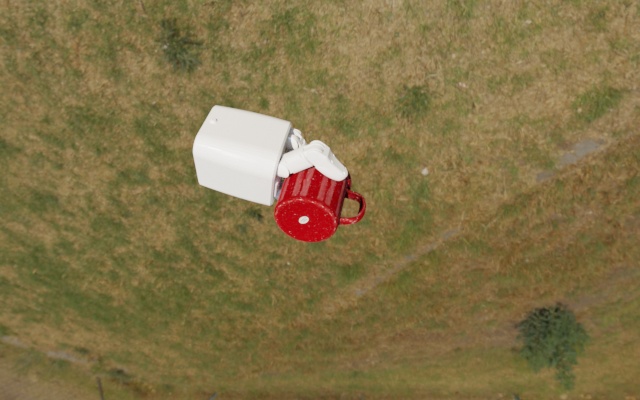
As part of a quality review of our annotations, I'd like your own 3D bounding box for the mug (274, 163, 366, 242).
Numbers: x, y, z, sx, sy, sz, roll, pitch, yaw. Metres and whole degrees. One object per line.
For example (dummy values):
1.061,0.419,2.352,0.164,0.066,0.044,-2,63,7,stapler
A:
0.001,0.003,0.612,0.117,0.081,0.093,15,-44,0,mug
